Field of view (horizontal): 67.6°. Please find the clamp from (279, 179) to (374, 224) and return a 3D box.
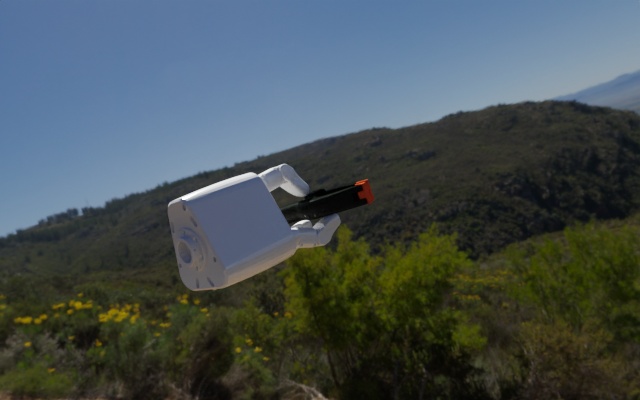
[{"bbox_3d":[0.000,0.001,0.664,0.210,0.036,0.164,-16,7,44],"label":"clamp"}]
